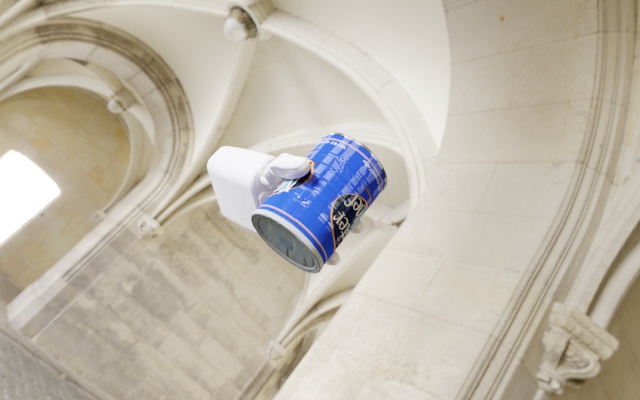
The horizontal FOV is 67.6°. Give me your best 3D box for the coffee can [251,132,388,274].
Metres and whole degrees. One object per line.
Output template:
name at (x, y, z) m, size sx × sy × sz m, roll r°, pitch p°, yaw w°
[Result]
coffee can at (0.000, 0.002, 0.576) m, size 0.140 × 0.103 × 0.103 m, roll -50°, pitch 25°, yaw -23°
